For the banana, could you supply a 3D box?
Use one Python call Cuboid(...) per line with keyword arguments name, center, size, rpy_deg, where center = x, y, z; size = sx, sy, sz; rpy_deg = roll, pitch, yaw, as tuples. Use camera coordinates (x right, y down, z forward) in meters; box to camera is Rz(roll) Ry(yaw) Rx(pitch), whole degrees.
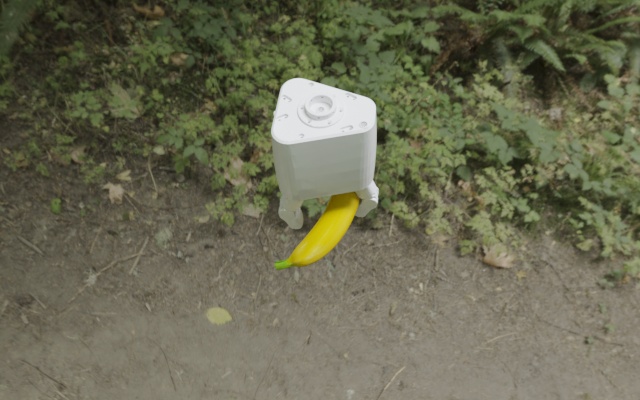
Cuboid(name="banana", center=(0.014, 0.010, 0.615), size=(0.069, 0.197, 0.037), rpy_deg=(19, -25, 29))
